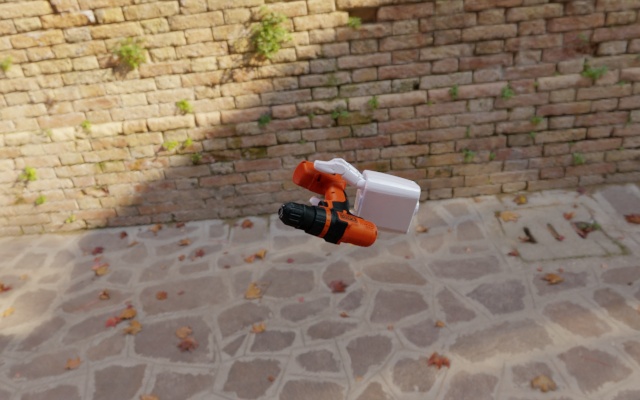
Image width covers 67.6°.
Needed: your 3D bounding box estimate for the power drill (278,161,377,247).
[{"bbox_3d":[0.000,0.003,0.869,0.184,0.057,0.187,18,30,-25],"label":"power drill"}]
